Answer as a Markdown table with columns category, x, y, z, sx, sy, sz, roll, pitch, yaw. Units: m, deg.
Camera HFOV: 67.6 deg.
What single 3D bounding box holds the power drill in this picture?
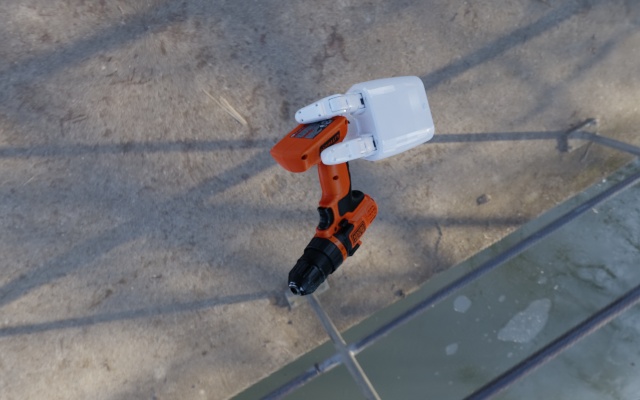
| category | x | y | z | sx | sy | sz | roll | pitch | yaw |
| --- | --- | --- | --- | --- | --- | --- | --- | --- | --- |
| power drill | 0.000 | 0.001 | 0.598 | 0.057 | 0.188 | 0.184 | 10 | 42 | 33 |
